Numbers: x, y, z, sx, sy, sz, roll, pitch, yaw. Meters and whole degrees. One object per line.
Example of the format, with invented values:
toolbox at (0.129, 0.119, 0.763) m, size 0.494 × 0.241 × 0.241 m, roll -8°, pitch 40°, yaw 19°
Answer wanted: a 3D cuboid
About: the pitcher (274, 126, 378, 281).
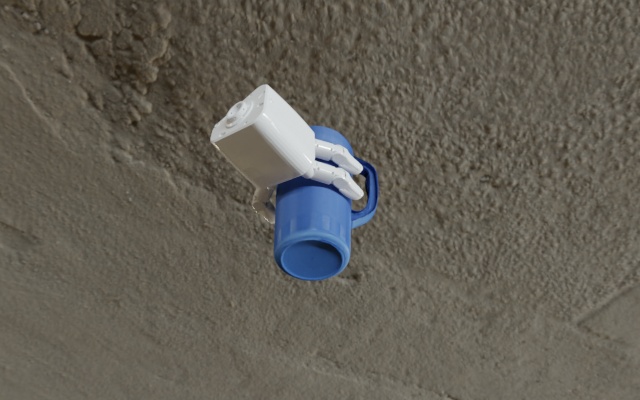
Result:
pitcher at (0.000, 0.002, 0.752) m, size 0.149 × 0.242 × 0.145 m, roll -29°, pitch -54°, yaw 25°
